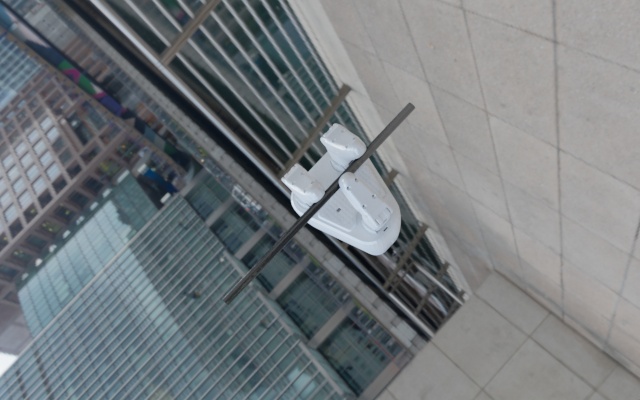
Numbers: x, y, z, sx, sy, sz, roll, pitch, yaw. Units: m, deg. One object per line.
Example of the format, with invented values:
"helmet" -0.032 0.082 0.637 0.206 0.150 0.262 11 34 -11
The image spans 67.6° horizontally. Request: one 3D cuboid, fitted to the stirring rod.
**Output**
"stirring rod" 0.000 0.001 0.424 0.011 0.239 0.011 43 -4 3
